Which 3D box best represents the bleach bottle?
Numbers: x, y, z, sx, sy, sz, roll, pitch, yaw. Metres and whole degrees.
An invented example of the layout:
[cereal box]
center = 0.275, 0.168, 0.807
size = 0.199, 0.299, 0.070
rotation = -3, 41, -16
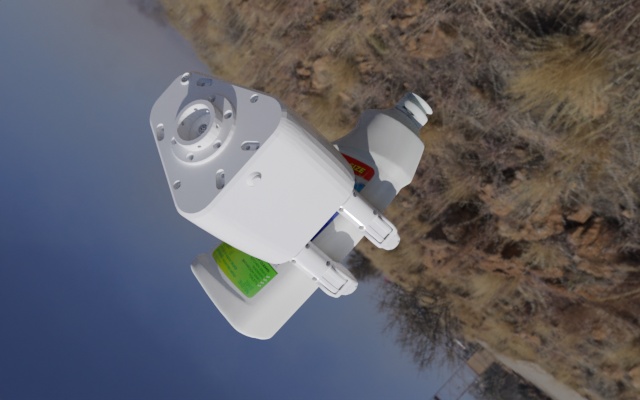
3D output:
[bleach bottle]
center = 0.000, 0.002, 0.434
size = 0.102, 0.251, 0.068
rotation = 43, 2, 34
